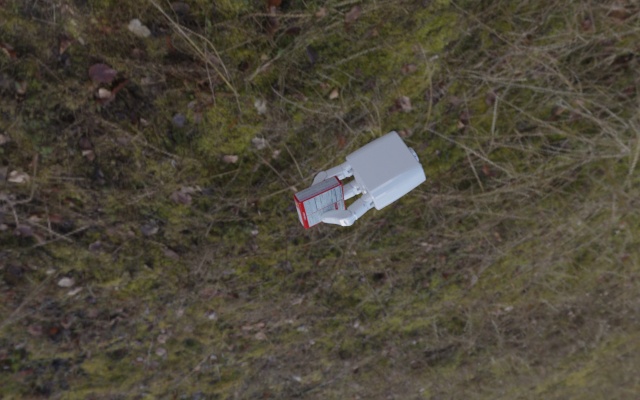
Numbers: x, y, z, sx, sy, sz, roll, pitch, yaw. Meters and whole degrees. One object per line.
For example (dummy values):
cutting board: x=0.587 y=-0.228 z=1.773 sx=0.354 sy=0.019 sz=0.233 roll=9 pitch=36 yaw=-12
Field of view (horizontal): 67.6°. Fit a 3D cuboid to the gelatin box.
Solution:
gelatin box: x=0.000 y=0.003 z=0.875 sx=0.089 sy=0.073 sz=0.030 roll=-25 pitch=48 yaw=-12
